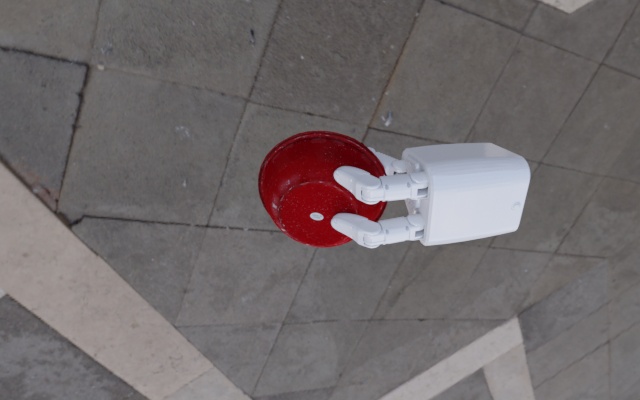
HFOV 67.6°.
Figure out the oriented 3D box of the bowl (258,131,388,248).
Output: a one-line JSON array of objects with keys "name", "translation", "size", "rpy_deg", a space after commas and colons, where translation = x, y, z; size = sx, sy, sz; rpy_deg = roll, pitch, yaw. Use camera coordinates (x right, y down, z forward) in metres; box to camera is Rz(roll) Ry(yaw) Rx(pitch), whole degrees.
[{"name": "bowl", "translation": [-0.001, 0.002, 0.563], "size": [0.162, 0.162, 0.055], "rpy_deg": [0, 35, 8]}]
